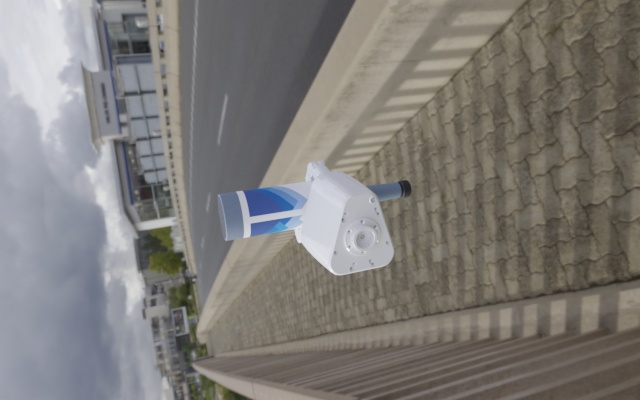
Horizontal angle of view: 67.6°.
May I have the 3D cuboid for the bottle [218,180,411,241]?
[{"bbox_3d":[0.000,0.002,0.715,0.295,0.069,0.069,-9,3,-18],"label":"bottle"}]
